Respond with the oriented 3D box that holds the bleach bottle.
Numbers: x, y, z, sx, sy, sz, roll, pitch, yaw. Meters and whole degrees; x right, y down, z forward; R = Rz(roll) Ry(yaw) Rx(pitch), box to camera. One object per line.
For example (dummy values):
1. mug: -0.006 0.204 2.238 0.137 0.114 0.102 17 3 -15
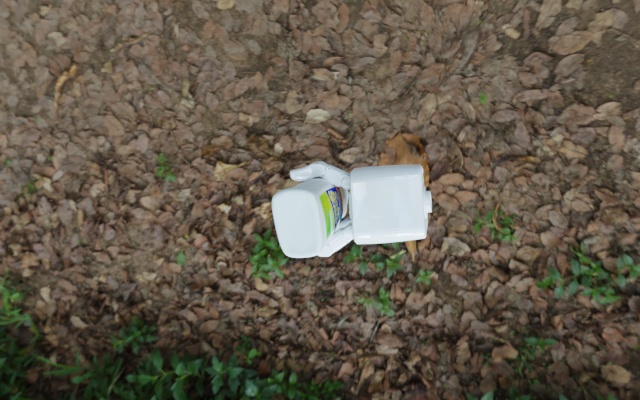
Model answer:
1. bleach bottle: 0.000 0.003 0.759 0.068 0.102 0.250 -5 13 16
